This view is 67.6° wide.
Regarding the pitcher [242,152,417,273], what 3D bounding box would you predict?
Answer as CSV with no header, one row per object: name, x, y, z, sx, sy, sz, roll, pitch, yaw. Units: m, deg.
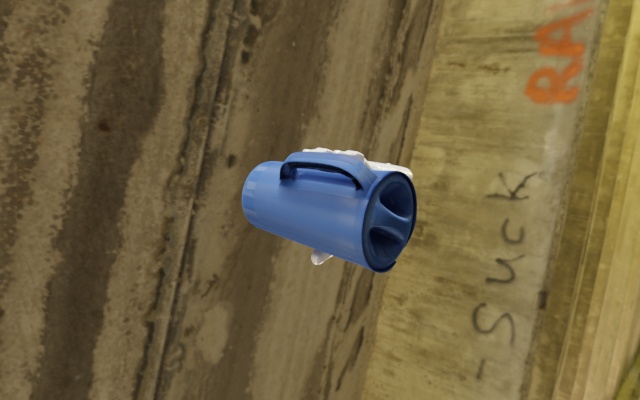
pitcher,0.000,0.002,0.676,0.243,0.149,0.145,12,11,38
